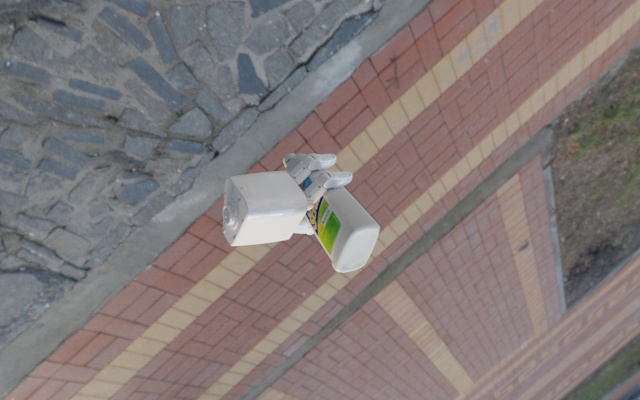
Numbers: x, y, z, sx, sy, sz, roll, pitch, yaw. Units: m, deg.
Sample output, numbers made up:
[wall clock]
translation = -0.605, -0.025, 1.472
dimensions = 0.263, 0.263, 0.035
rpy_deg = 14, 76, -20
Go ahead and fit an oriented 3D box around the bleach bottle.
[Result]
[bleach bottle]
translation = 0.000, 0.003, 0.829
dimensions = 0.068, 0.103, 0.250
rpy_deg = -5, 39, -34
